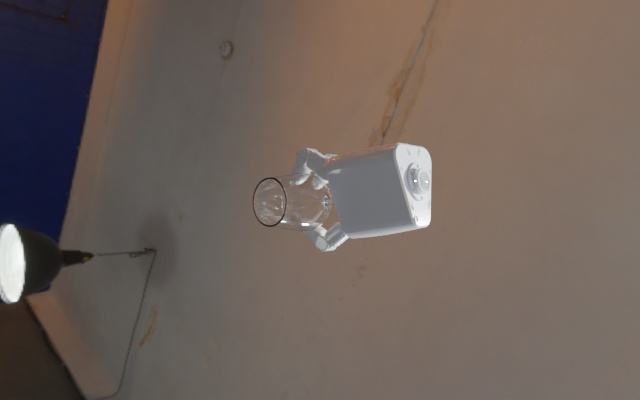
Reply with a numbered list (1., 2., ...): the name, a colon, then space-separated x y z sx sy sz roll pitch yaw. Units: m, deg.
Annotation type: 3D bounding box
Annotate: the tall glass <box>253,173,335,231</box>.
1. tall glass: 0.000 0.002 0.669 0.079 0.079 0.201 0 0 41
